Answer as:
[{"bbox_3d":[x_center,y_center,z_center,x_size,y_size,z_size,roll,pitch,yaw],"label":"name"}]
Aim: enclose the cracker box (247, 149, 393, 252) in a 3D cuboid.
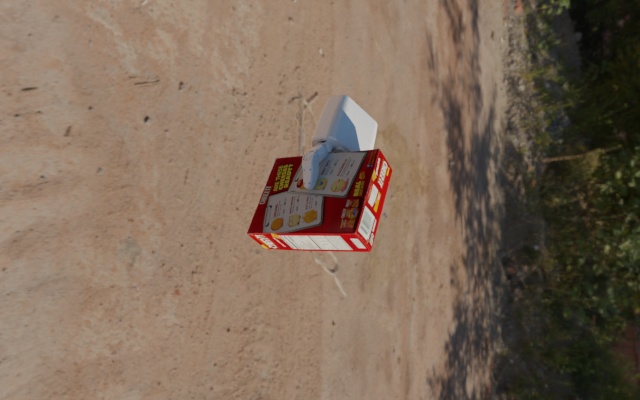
[{"bbox_3d":[0.000,0.003,0.813,0.213,0.164,0.072,-3,-35,33],"label":"cracker box"}]
